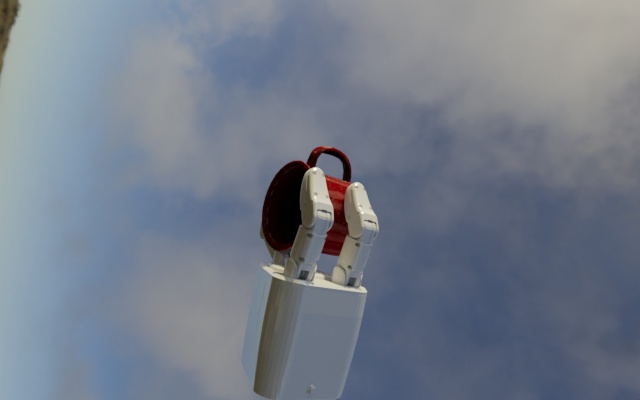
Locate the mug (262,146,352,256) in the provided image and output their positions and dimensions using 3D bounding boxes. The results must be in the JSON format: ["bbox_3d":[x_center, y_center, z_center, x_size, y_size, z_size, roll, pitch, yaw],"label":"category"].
[{"bbox_3d":[0.001,0.000,0.502,0.081,0.117,0.093,16,-3,-36],"label":"mug"}]
